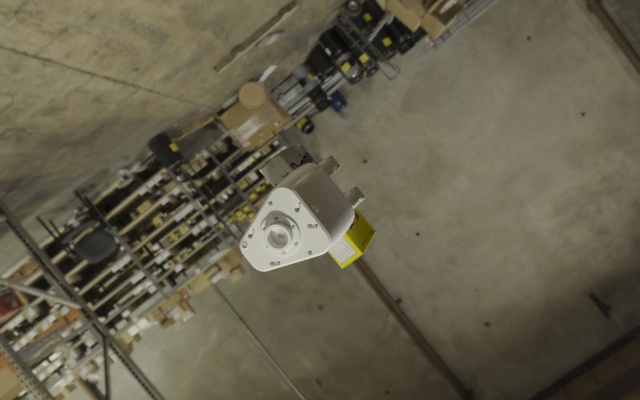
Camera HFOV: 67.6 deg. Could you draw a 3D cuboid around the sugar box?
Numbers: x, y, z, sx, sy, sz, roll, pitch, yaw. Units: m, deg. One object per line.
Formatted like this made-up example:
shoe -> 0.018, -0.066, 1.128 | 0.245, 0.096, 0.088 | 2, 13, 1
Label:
sugar box -> 0.001, 0.002, 0.674 | 0.048, 0.176, 0.093 | -37, 3, 23
